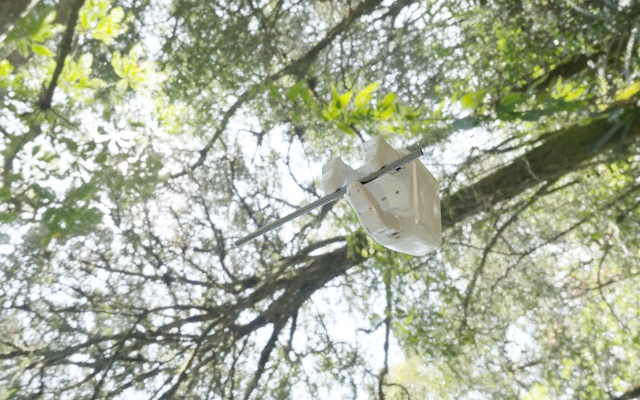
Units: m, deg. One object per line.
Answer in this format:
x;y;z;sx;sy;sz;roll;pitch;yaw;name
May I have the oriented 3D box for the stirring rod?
0.000;0.002;0.513;0.239;0.011;0.011;-26;-11;24;stirring rod
